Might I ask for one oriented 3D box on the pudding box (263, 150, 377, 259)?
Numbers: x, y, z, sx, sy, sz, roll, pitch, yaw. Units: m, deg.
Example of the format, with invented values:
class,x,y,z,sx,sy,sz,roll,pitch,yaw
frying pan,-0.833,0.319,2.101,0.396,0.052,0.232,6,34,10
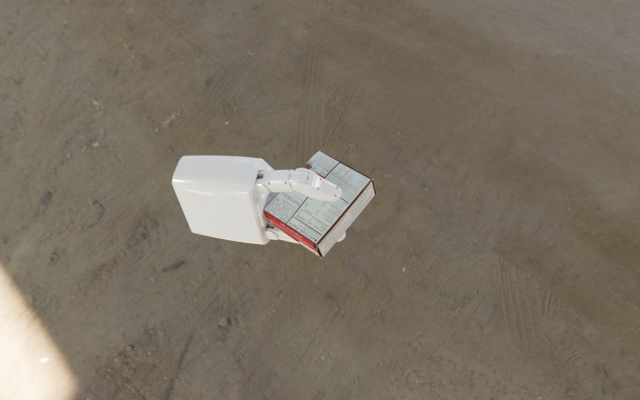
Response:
class,x,y,z,sx,sy,sz,roll,pitch,yaw
pudding box,0.000,0.002,0.585,0.090,0.113,0.039,32,-19,27
